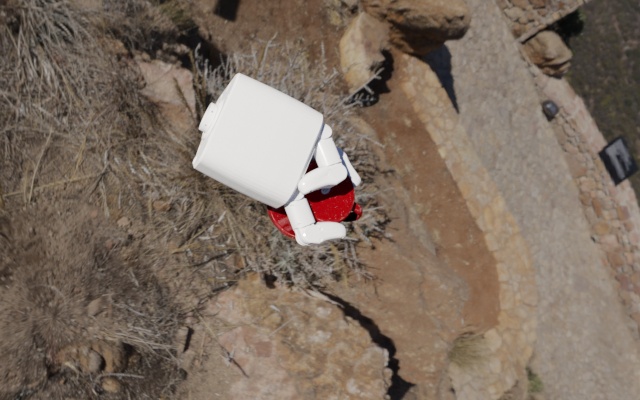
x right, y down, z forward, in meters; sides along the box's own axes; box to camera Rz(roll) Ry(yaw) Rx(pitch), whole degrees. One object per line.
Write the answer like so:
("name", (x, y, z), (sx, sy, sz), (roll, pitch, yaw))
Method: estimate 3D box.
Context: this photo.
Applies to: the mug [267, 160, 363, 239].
("mug", (0.001, 0.003, 0.605), (0.117, 0.093, 0.081), (24, -22, -22))
